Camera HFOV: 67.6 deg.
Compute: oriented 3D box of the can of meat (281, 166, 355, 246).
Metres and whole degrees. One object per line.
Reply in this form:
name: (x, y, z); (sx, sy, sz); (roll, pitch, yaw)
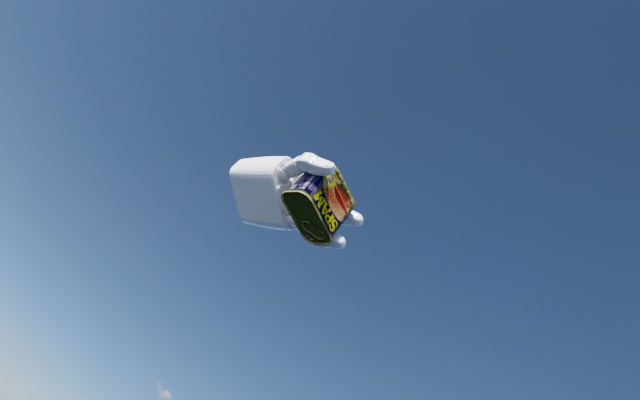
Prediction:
can of meat: (0.000, 0.002, 0.722); (0.057, 0.102, 0.084); (-1, 37, 41)
